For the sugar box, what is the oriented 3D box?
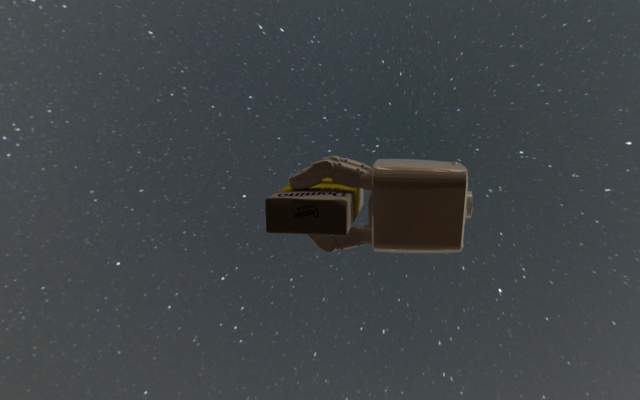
[{"bbox_3d":[0.000,0.001,0.597,0.093,0.048,0.176,1,8,10],"label":"sugar box"}]
